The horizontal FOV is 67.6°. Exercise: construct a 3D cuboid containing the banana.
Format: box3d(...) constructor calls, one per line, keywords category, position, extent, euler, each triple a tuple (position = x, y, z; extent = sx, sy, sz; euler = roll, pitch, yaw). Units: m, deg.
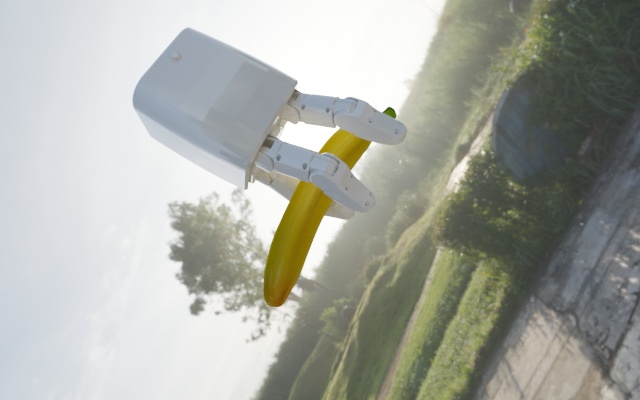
box3d(category="banana", position=(-0.004, -0.001, 0.423), extent=(0.037, 0.197, 0.069), euler=(32, -10, -13))
